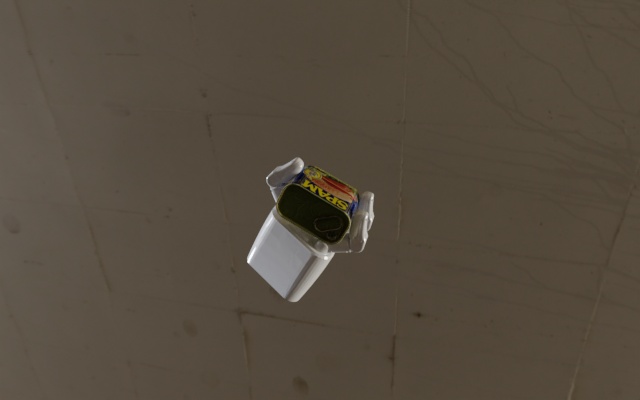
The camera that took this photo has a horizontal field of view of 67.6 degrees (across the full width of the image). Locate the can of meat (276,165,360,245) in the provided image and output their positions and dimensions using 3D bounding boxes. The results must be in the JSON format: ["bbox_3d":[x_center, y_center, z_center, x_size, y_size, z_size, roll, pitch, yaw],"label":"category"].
[{"bbox_3d":[0.000,0.002,0.670,0.102,0.057,0.084,31,29,1],"label":"can of meat"}]
